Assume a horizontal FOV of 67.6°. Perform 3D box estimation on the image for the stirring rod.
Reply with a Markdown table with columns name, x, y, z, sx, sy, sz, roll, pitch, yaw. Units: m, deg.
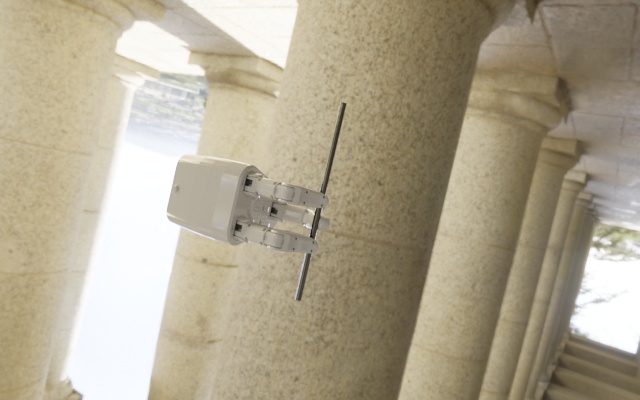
| name | x | y | z | sx | sy | sz | roll | pitch | yaw |
| --- | --- | --- | --- | --- | --- | --- | --- | --- | --- |
| stirring rod | 0.000 | 0.002 | 0.568 | 0.011 | 0.239 | 0.011 | 13 | 2 | 0 |
